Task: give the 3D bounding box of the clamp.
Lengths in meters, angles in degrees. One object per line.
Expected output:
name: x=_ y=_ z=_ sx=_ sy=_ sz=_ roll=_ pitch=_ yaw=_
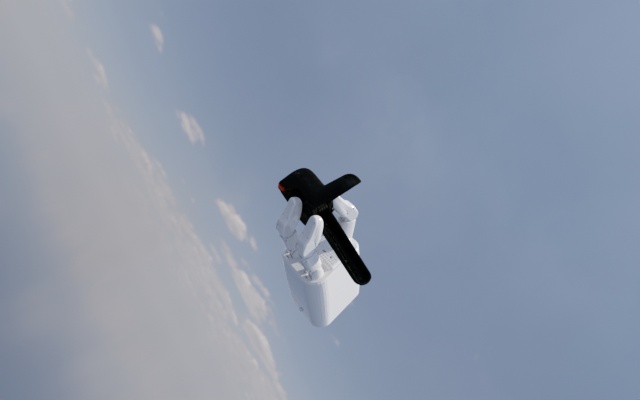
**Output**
clamp: x=0.001 y=0.002 z=0.667 sx=0.036 sy=0.165 sz=0.210 roll=-23 pitch=40 yaw=-24
